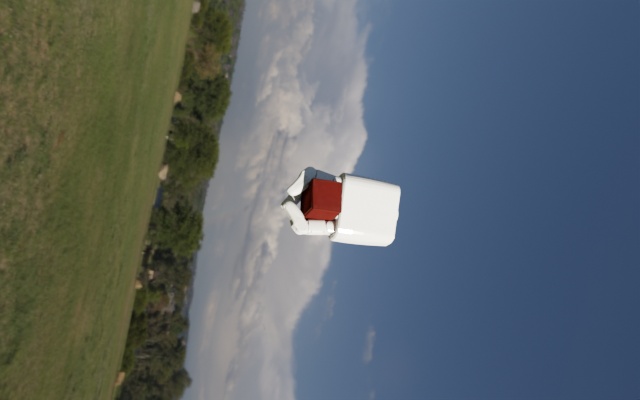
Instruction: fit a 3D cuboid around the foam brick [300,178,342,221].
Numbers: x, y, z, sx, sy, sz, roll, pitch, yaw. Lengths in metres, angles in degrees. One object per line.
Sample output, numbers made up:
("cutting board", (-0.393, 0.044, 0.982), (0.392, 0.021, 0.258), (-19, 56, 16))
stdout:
("foam brick", (0.000, 0.003, 0.792), (0.051, 0.053, 0.078), (8, -20, -15))
